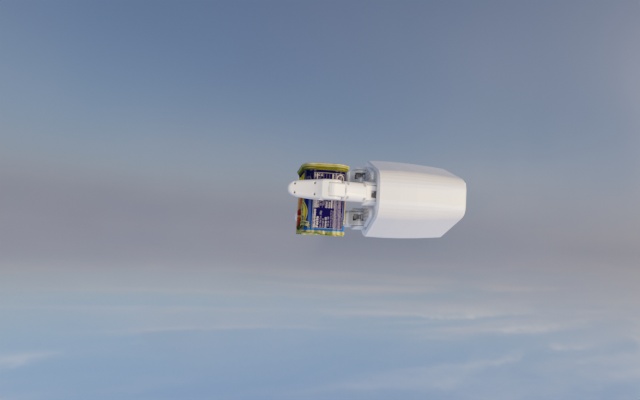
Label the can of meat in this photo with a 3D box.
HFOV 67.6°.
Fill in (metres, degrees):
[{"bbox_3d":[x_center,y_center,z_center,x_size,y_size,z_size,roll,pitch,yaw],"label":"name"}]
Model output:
[{"bbox_3d":[0.000,0.002,0.597,0.057,0.084,0.102,3,-4,-8],"label":"can of meat"}]
